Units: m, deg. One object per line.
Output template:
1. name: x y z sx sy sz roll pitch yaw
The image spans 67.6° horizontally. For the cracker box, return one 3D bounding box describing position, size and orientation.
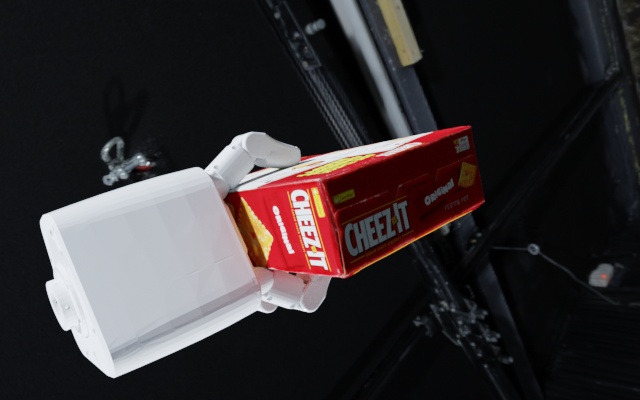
1. cracker box: 0.000 0.001 0.407 0.164 0.072 0.214 -22 11 -38
